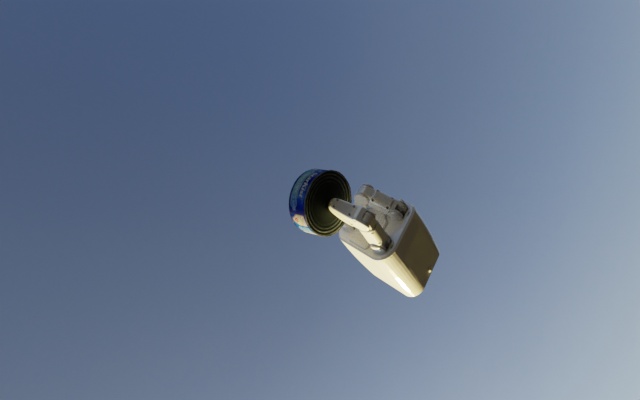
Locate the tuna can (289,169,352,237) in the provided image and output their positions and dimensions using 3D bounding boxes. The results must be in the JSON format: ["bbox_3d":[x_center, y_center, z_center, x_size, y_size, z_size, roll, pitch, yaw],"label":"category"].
[{"bbox_3d":[0.000,0.002,0.618,0.033,0.086,0.086,10,7,44],"label":"tuna can"}]
